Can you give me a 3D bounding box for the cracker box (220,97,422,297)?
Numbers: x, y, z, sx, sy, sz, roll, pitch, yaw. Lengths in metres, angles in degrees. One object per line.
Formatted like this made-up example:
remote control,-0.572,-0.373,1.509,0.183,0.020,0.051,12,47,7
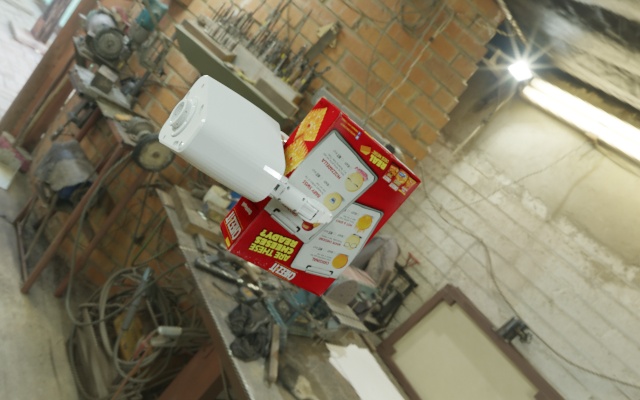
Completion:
cracker box,0.000,0.002,0.622,0.164,0.214,0.072,34,12,-34
